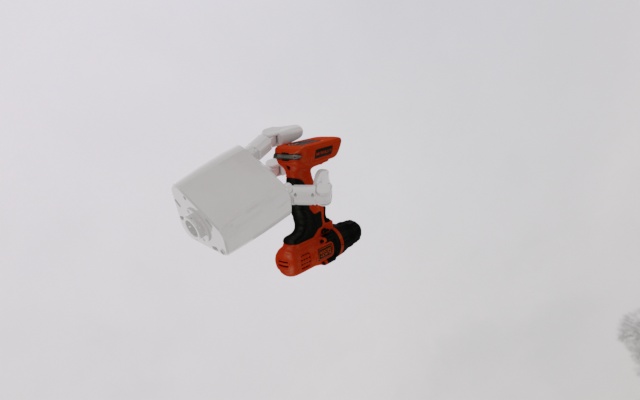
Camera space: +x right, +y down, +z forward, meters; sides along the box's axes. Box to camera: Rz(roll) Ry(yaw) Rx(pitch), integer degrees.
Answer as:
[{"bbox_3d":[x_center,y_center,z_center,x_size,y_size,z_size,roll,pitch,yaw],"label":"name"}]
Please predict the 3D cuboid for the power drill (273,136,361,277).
[{"bbox_3d":[0.000,0.002,0.709,0.057,0.188,0.184,4,16,36],"label":"power drill"}]
